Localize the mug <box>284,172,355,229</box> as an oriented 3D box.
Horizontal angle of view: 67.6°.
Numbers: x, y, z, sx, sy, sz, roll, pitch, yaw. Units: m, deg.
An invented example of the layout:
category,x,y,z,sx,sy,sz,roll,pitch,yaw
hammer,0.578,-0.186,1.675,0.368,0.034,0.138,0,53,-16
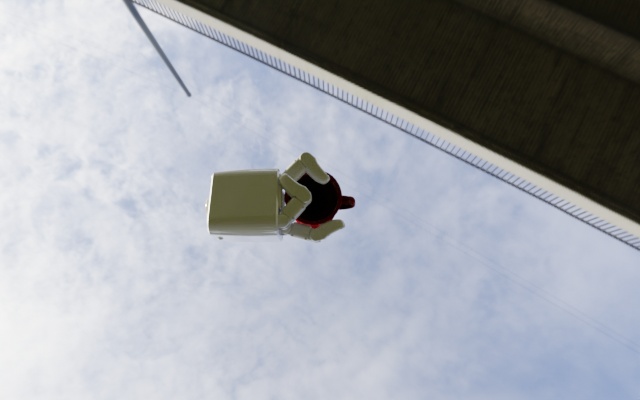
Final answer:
category,x,y,z,sx,sy,sz,roll,pitch,yaw
mug,0.002,0.003,0.805,0.117,0.093,0.081,-1,-13,0
